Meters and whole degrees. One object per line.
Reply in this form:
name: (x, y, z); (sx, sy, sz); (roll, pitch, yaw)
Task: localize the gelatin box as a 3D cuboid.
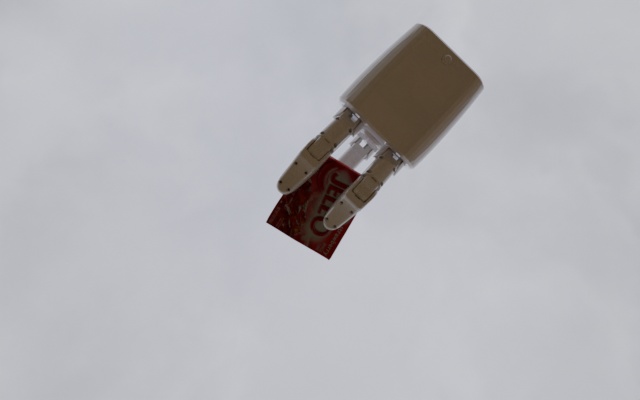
gelatin box: (0.000, 0.002, 0.471); (0.073, 0.089, 0.030); (31, 6, -1)
